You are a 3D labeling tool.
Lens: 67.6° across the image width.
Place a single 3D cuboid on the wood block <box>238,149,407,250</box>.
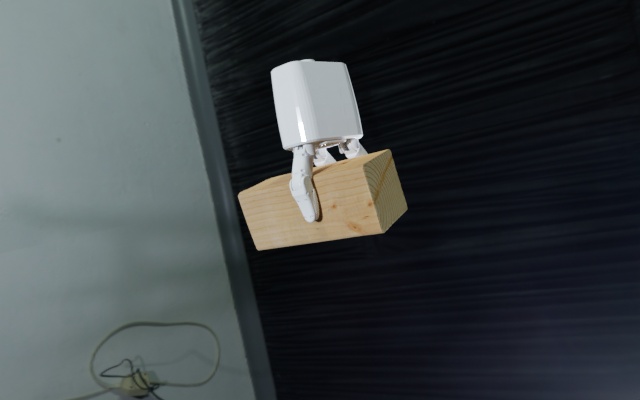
[{"bbox_3d":[0.000,0.002,0.664,0.206,0.090,0.090,-11,12,33],"label":"wood block"}]
